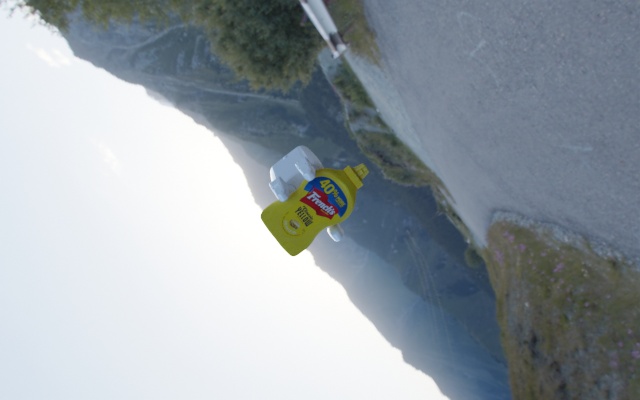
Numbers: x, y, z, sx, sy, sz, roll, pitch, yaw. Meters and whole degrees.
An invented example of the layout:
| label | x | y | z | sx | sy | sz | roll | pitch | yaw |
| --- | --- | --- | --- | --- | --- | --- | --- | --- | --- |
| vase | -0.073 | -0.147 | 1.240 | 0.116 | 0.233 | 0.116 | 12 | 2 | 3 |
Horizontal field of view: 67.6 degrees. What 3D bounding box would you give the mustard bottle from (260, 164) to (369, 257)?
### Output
| label | x | y | z | sx | sy | sz | roll | pitch | yaw |
| --- | --- | --- | --- | --- | --- | --- | --- | --- | --- |
| mustard bottle | 0.000 | 0.003 | 0.799 | 0.191 | 0.096 | 0.058 | -37 | 6 | 5 |
